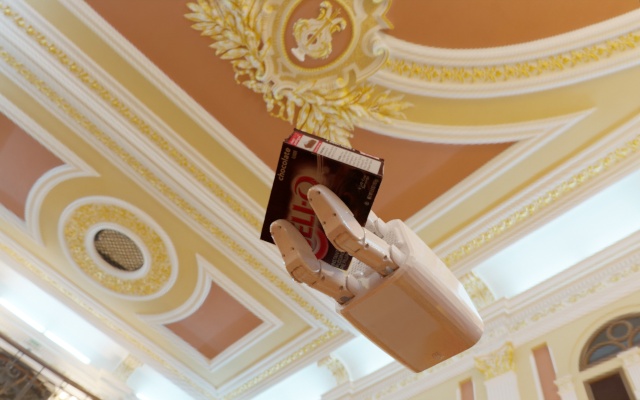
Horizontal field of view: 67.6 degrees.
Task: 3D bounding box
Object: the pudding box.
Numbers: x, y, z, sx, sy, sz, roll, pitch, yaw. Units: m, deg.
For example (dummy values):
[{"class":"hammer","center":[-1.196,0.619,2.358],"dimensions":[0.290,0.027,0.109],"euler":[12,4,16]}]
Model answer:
[{"class":"pudding box","center":[0.000,0.001,0.437],"dimensions":[0.090,0.114,0.039],"euler":[19,32,3]}]
